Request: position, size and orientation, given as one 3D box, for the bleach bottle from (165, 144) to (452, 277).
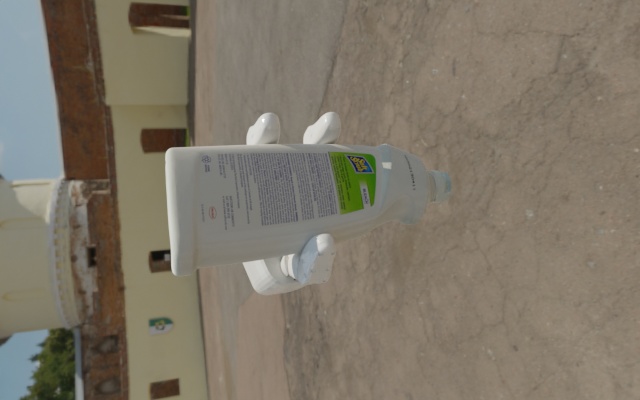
[{"bbox_3d":[0.000,0.001,0.412,0.251,0.102,0.068,-3,-17,-19],"label":"bleach bottle"}]
